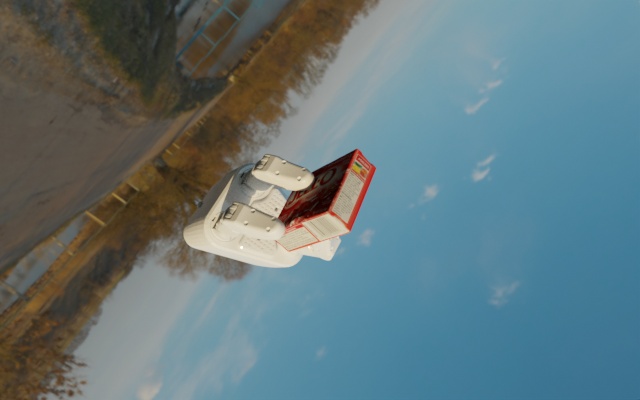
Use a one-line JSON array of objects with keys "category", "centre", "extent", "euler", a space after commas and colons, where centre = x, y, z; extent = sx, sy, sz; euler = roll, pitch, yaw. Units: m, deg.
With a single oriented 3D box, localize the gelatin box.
[{"category": "gelatin box", "centre": [0.001, 0.002, 0.421], "extent": [0.030, 0.073, 0.089], "euler": [42, -38, -21]}]
